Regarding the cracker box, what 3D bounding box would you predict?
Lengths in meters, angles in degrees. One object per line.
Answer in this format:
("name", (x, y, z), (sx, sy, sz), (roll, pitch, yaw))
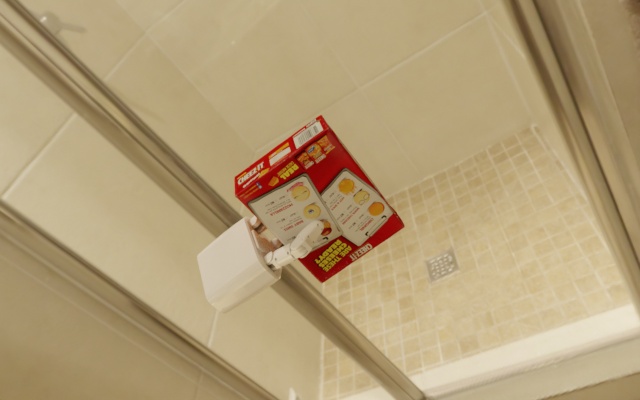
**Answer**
("cracker box", (0.000, 0.002, 0.725), (0.164, 0.214, 0.072), (-35, 30, 10))
